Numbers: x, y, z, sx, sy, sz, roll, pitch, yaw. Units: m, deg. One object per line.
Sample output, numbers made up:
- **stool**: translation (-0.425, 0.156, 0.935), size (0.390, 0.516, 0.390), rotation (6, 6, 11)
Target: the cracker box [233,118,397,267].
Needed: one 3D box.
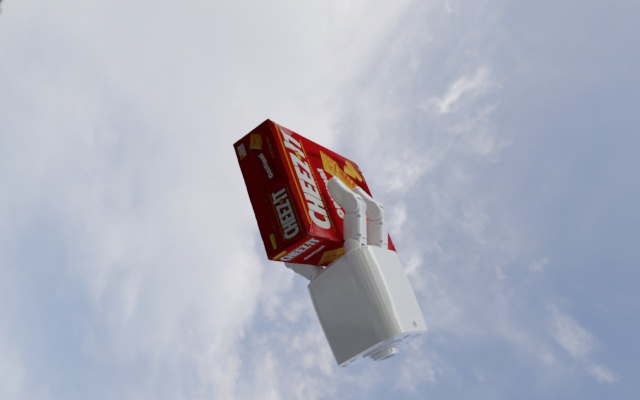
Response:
- **cracker box**: translation (0.000, 0.002, 0.631), size (0.072, 0.164, 0.214), rotation (-33, -28, 24)
